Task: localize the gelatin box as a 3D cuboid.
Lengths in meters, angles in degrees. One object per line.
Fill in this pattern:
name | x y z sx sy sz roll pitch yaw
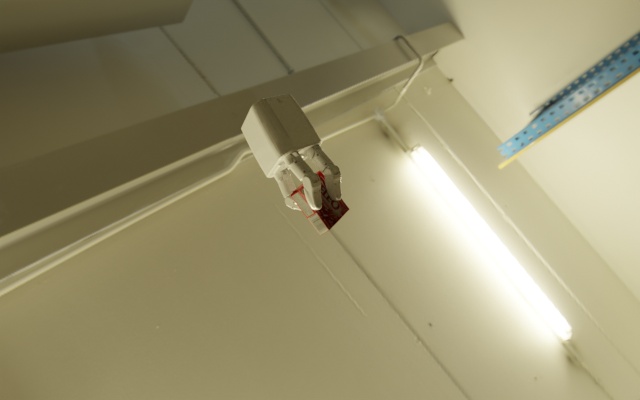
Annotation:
gelatin box | 0.000 0.003 0.826 0.030 0.089 0.073 -30 9 43
